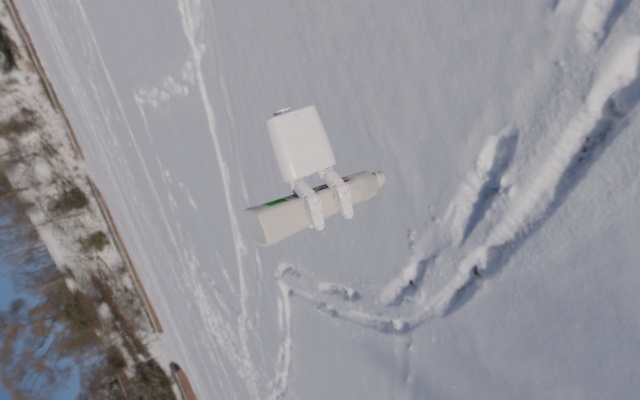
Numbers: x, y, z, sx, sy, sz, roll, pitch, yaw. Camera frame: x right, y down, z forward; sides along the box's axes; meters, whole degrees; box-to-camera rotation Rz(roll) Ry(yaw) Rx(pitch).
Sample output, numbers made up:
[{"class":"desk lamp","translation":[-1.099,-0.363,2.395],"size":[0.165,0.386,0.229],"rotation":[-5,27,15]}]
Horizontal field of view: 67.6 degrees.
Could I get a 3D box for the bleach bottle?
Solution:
[{"class":"bleach bottle","translation":[0.000,0.003,0.829],"size":[0.251,0.068,0.102],"rotation":[-22,8,-22]}]
